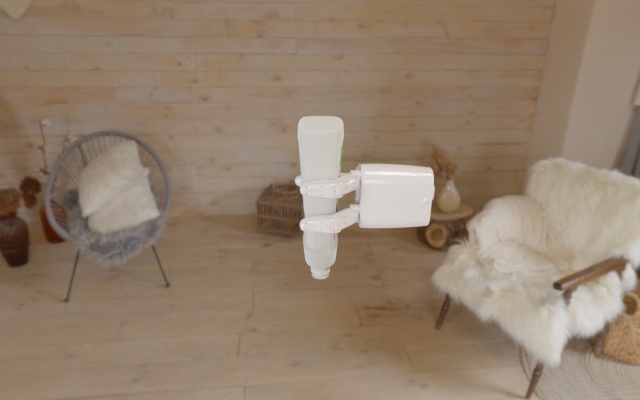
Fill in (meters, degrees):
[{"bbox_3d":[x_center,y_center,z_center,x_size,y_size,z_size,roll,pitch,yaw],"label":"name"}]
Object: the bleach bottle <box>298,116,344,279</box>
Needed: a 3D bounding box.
[{"bbox_3d":[0.000,0.002,0.744,0.068,0.251,0.102,0,22,1],"label":"bleach bottle"}]
